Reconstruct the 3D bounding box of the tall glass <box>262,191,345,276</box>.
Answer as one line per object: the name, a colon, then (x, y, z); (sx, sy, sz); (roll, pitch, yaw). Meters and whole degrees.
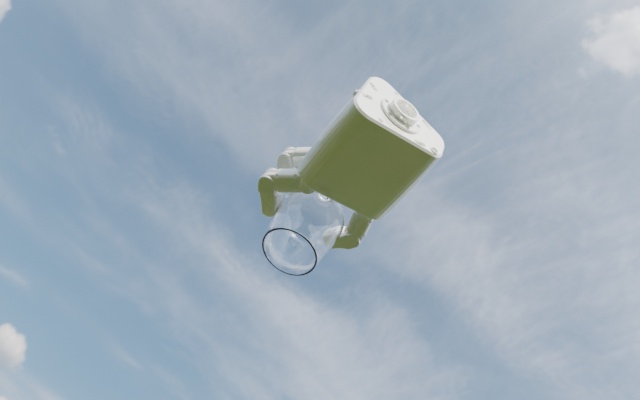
tall glass: (0.000, 0.002, 0.570); (0.079, 0.079, 0.201); (0, 32, 23)
